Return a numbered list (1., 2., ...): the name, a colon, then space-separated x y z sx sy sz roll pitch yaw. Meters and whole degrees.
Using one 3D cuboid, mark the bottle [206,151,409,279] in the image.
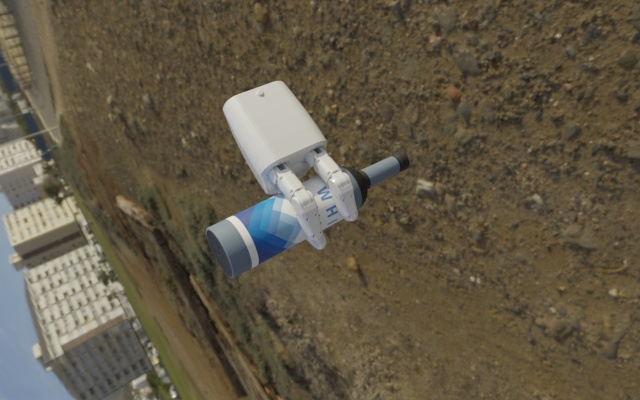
1. bottle: 0.000 0.002 0.622 0.295 0.069 0.069 -27 12 -25
